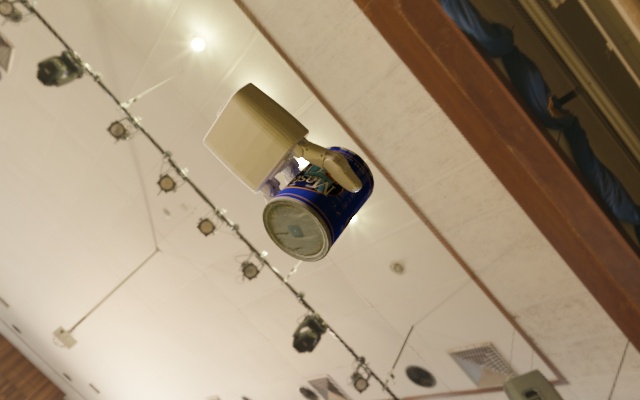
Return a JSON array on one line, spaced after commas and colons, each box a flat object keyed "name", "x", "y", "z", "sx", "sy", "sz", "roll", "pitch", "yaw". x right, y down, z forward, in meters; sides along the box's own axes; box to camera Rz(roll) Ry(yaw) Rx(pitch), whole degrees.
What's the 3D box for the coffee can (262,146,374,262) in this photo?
[{"name": "coffee can", "x": 0.000, "y": 0.002, "z": 0.668, "sx": 0.103, "sy": 0.103, "sz": 0.140, "roll": 0, "pitch": 34, "yaw": 36}]
